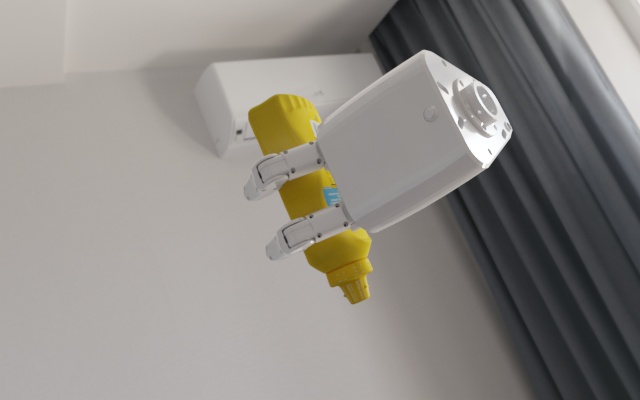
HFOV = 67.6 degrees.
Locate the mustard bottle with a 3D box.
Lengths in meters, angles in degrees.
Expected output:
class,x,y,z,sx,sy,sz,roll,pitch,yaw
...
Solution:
class,x,y,z,sx,sy,sz,roll,pitch,yaw
mustard bottle,0.000,0.001,0.437,0.058,0.191,0.096,-26,-11,16
